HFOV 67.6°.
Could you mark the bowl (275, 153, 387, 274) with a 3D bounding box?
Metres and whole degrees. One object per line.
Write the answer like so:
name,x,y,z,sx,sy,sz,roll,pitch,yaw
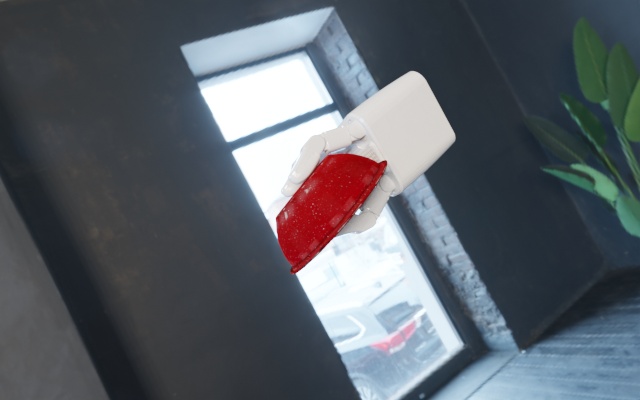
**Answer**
bowl,-0.001,0.002,0.522,0.055,0.162,0.162,40,-4,-4
